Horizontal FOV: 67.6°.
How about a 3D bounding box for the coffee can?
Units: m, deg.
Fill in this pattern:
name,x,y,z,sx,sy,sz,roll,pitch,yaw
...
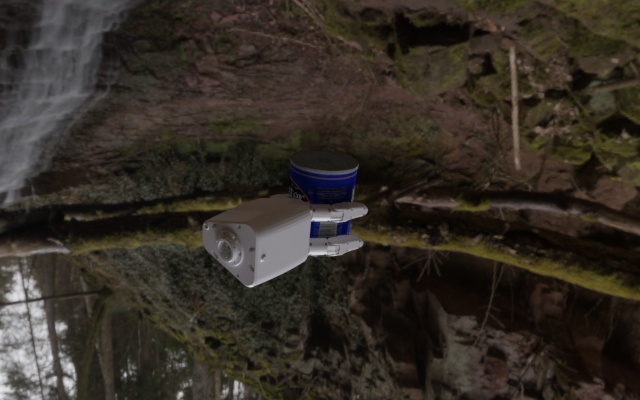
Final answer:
name,x,y,z,sx,sy,sz,roll,pitch,yaw
coffee can,0.000,0.002,0.742,0.103,0.140,0.102,5,22,-2
